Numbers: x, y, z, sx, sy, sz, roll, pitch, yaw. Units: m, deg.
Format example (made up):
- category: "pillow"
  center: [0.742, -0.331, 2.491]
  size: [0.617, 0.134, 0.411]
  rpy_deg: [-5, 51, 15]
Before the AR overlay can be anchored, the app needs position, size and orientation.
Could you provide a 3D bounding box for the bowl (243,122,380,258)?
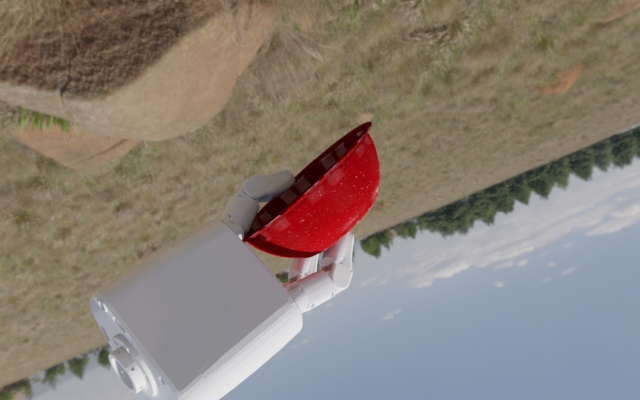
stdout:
- category: "bowl"
  center: [0.001, 0.001, 0.435]
  size: [0.162, 0.055, 0.162]
  rpy_deg: [-41, 9, 8]
